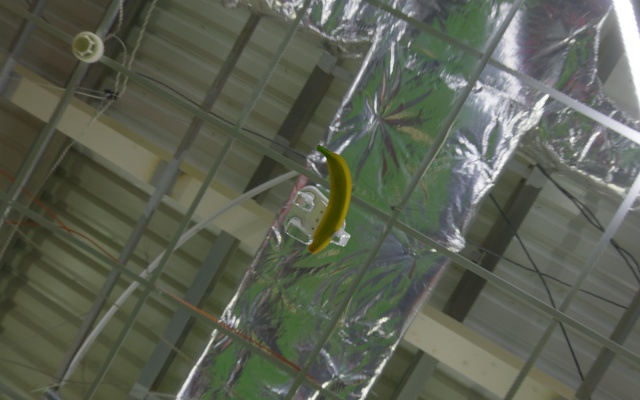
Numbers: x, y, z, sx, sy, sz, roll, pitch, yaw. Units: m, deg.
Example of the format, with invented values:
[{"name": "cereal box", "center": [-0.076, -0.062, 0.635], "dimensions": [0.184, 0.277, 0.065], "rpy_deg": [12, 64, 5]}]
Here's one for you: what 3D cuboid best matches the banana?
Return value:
[{"name": "banana", "center": [0.019, 0.001, 0.850], "dimensions": [0.069, 0.198, 0.037], "rpy_deg": [4, 12, -5]}]
